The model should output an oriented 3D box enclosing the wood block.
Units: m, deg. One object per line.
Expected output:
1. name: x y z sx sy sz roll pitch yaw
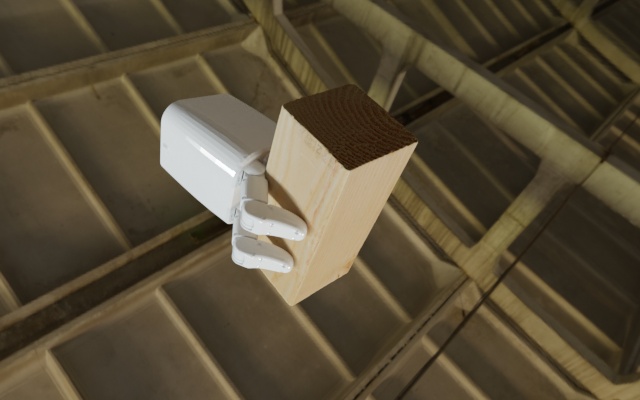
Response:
1. wood block: 0.000 0.001 0.476 0.091 0.090 0.206 -26 -28 -36
